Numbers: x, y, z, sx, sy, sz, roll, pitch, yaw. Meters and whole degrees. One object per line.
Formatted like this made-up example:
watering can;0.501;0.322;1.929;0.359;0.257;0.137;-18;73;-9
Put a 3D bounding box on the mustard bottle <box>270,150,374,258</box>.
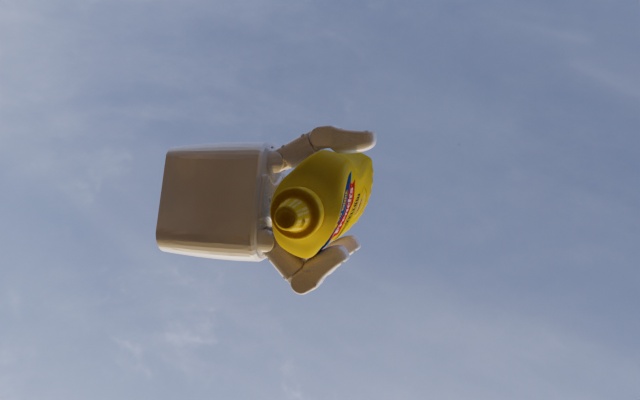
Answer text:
mustard bottle;0.000;0.001;0.434;0.058;0.096;0.191;27;13;12
